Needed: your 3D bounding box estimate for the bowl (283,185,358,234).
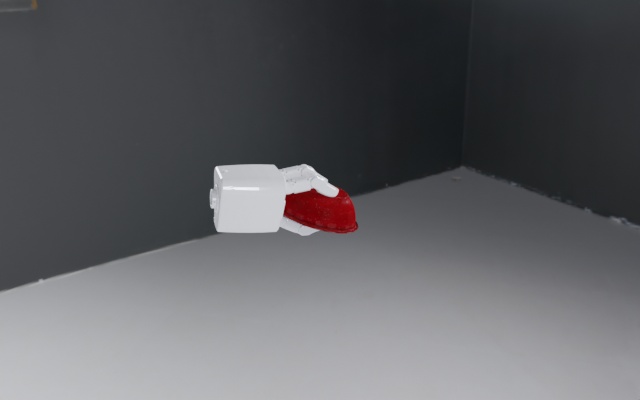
[{"bbox_3d":[0.001,0.003,0.882,0.162,0.055,0.162,16,15,-4],"label":"bowl"}]
